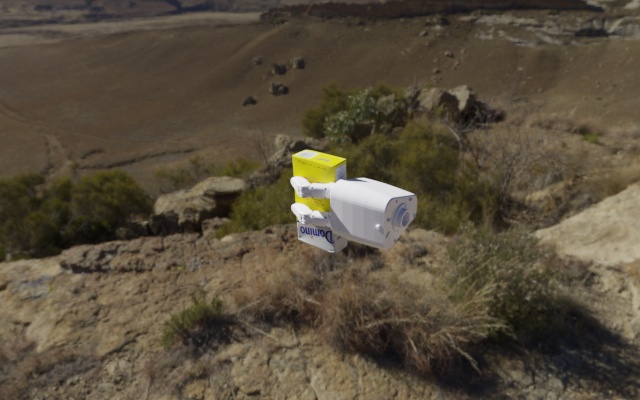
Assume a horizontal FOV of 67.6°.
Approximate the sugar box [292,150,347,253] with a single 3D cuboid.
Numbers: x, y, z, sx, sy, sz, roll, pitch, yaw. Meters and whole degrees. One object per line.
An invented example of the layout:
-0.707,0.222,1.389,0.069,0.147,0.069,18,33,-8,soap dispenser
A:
0.000,0.003,0.861,0.093,0.176,0.048,18,32,35,sugar box
